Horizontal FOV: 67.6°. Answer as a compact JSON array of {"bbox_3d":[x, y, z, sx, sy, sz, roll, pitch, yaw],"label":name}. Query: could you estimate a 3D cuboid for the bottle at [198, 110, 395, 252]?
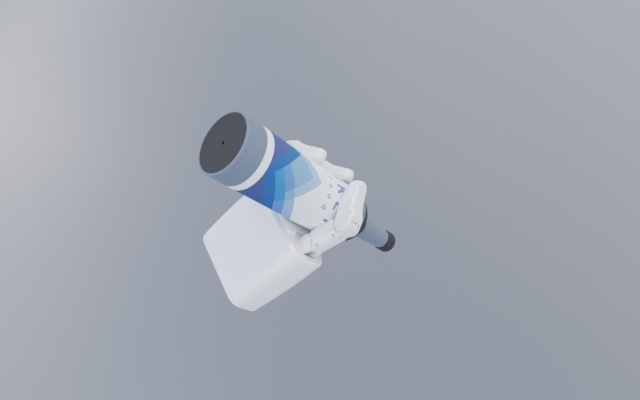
[{"bbox_3d":[0.000,0.002,0.535,0.069,0.069,0.296,0,-22,40],"label":"bottle"}]
